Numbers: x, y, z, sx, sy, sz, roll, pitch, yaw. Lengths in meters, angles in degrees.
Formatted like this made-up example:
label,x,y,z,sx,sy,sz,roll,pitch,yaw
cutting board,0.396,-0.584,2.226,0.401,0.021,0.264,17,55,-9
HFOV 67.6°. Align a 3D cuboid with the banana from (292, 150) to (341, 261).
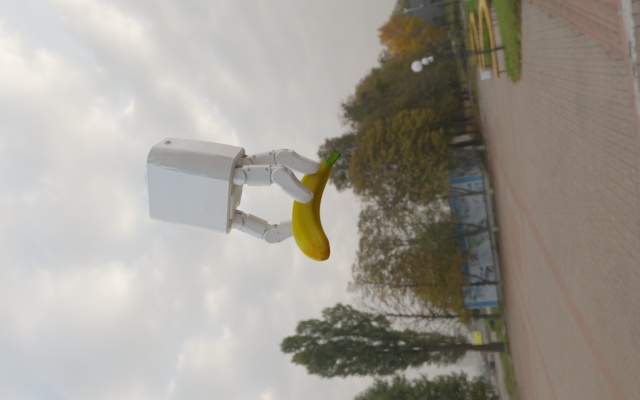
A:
label,x,y,z,sx,sy,sz,roll,pitch,yaw
banana,-0.010,0.011,0.609,0.037,0.197,0.070,28,-50,-20
